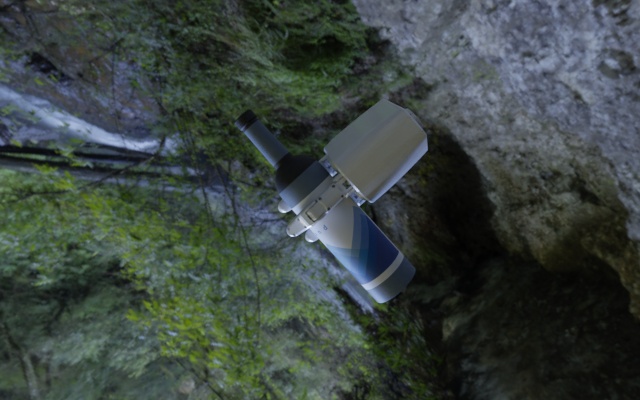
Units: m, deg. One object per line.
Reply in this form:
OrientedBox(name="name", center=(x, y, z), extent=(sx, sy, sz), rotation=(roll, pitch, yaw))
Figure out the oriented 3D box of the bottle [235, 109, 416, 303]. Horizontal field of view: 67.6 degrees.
OrientedBox(name="bottle", center=(0.000, 0.002, 0.613), extent=(0.069, 0.296, 0.069), rotation=(-42, 4, 4))
